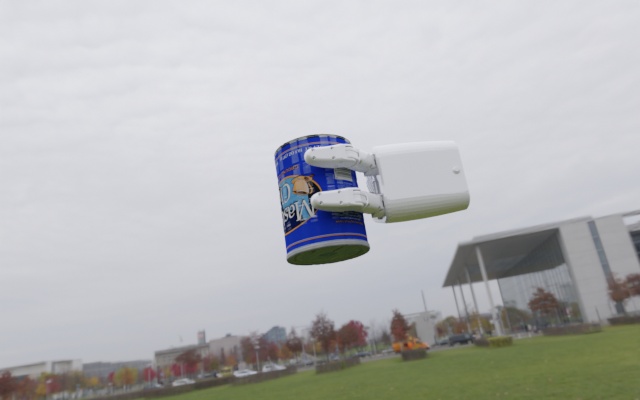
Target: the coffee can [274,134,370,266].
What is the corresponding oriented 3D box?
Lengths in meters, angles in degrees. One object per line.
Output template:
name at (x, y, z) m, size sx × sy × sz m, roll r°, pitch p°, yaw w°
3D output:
coffee can at (0.000, 0.002, 0.600) m, size 0.103 × 0.140 × 0.103 m, roll -8°, pitch -18°, yaw -3°
